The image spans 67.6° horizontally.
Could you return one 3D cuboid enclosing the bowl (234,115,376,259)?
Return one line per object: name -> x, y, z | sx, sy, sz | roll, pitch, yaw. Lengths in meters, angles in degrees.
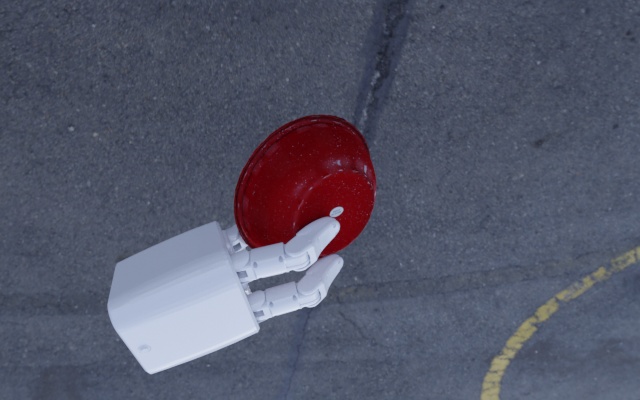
bowl -> 0.001, 0.001, 0.467 | 0.162, 0.162, 0.055 | 0, 26, -37
